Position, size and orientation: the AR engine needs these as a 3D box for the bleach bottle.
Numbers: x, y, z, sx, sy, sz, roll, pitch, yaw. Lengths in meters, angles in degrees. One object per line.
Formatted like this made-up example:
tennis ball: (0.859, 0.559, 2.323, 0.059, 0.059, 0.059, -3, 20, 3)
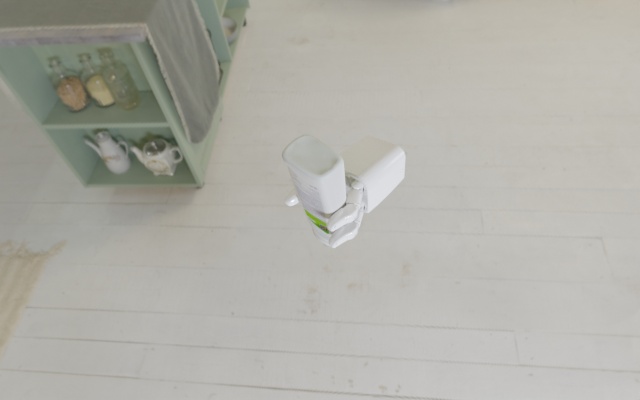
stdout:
bleach bottle: (0.000, 0.003, 0.846, 0.102, 0.068, 0.251, 37, -24, 28)
